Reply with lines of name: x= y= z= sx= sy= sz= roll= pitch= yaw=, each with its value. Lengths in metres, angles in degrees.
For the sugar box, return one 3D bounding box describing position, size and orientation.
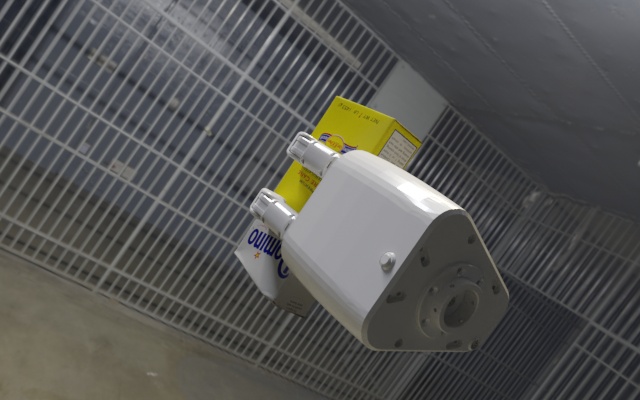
sugar box: x=0.000 y=0.001 z=0.415 sx=0.048 sy=0.176 sz=0.093 roll=34 pitch=2 yaw=-37
